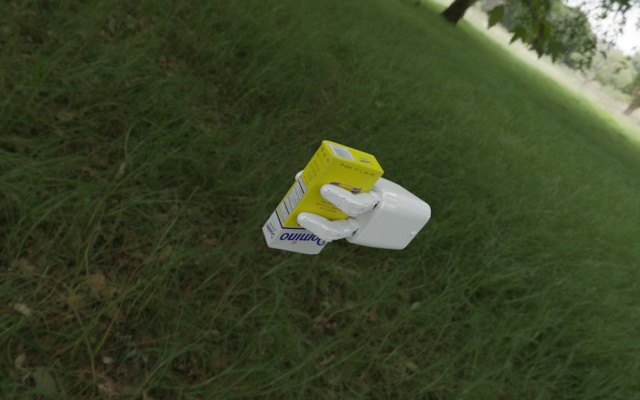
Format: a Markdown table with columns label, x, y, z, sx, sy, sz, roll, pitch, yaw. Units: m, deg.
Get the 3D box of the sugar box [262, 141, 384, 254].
| label | x | y | z | sx | sy | sz | roll | pitch | yaw |
| --- | --- | --- | --- | --- | --- | --- | --- | --- | --- |
| sugar box | 0.000 | 0.003 | 0.681 | 0.093 | 0.176 | 0.048 | 14 | 34 | -35 |
